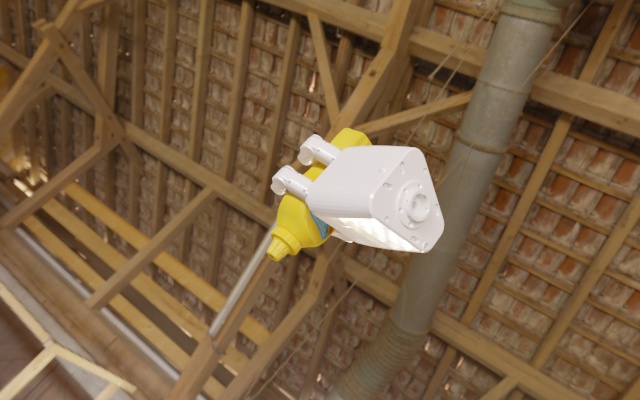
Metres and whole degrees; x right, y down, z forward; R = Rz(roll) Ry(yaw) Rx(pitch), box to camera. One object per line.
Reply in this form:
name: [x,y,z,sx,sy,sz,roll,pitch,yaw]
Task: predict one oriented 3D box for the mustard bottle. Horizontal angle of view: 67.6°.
mustard bottle: [0.000,0.002,0.614,0.058,0.191,0.096,25,-27,34]
